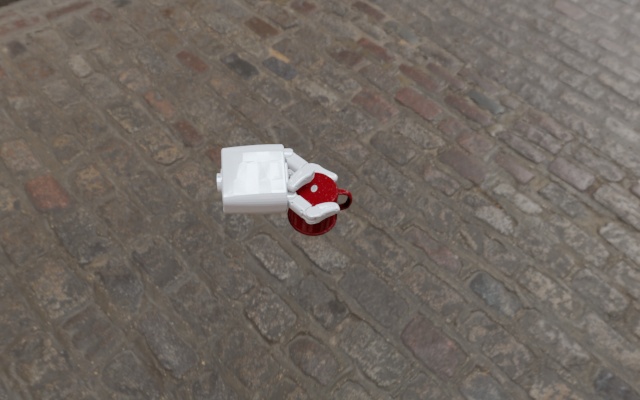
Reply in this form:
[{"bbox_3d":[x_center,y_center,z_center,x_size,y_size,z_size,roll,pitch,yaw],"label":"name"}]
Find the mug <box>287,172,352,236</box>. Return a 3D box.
[{"bbox_3d":[0.002,0.003,0.858,0.117,0.093,0.082,-4,-35,-8],"label":"mug"}]
